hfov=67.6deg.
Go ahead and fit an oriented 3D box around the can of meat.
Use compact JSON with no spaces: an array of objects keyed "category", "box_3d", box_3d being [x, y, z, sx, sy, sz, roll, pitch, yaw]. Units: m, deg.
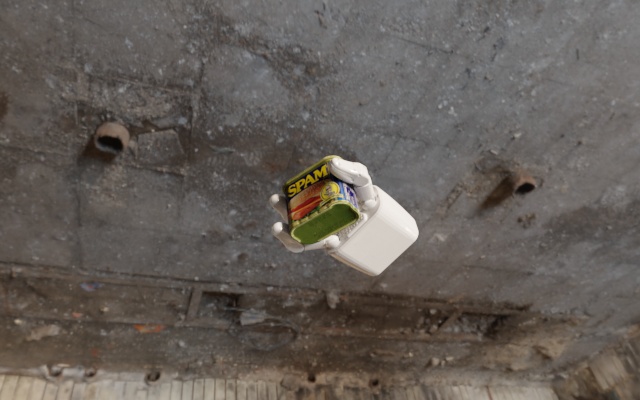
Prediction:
[{"category":"can of meat","box_3d":[0.000,0.002,0.651,0.102,0.083,0.057,-30,-45,23]}]
